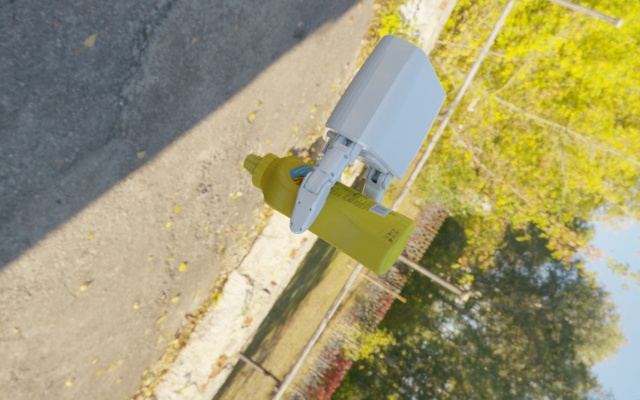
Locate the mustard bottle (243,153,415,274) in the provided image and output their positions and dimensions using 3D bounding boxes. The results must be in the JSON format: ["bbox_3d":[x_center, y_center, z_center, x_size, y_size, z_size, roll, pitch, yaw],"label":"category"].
[{"bbox_3d":[0.000,0.002,0.498,0.191,0.058,0.096,30,21,16],"label":"mustard bottle"}]
